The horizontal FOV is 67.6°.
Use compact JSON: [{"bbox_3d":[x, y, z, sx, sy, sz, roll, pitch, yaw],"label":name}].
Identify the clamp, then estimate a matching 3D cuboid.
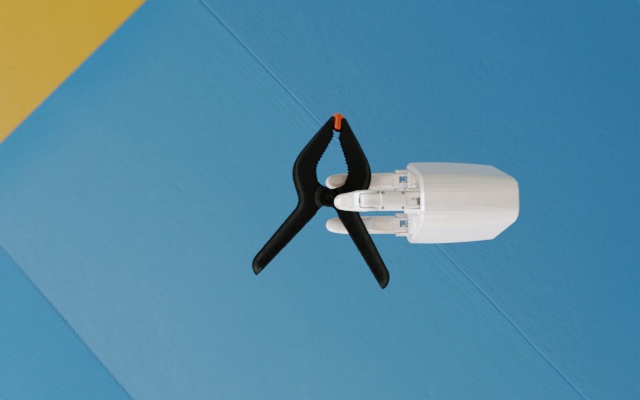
[{"bbox_3d":[0.000,0.001,0.573,0.164,0.210,0.036,0,-2,-2],"label":"clamp"}]
